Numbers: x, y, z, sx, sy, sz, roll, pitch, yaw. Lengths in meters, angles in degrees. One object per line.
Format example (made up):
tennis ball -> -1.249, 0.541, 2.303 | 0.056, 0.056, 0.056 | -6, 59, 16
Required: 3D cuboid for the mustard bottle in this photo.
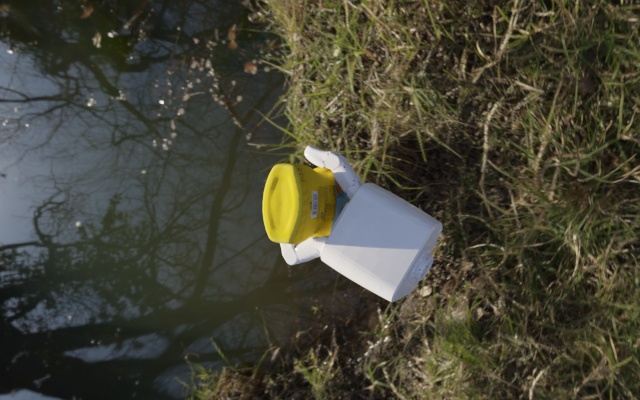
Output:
mustard bottle -> 0.000, 0.002, 0.643 | 0.058, 0.096, 0.191 | 3, 3, 29
